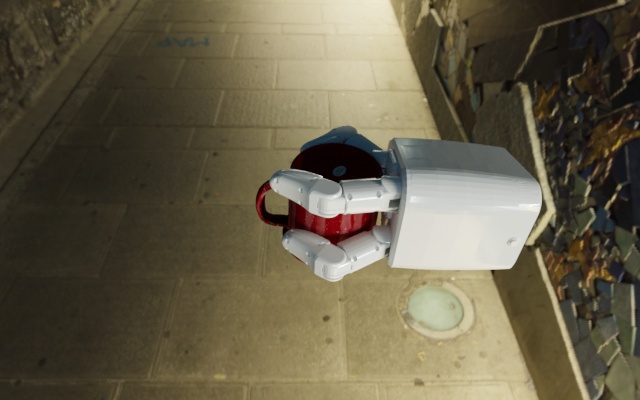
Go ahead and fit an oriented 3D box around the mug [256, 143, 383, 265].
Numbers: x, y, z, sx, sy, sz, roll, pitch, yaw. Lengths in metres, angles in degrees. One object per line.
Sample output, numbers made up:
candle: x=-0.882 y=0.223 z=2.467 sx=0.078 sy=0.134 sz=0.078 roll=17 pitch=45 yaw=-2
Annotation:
mug: x=-0.001 y=0.001 z=0.432 sx=0.117 sy=0.082 sz=0.093 roll=3 pitch=42 yaw=0
